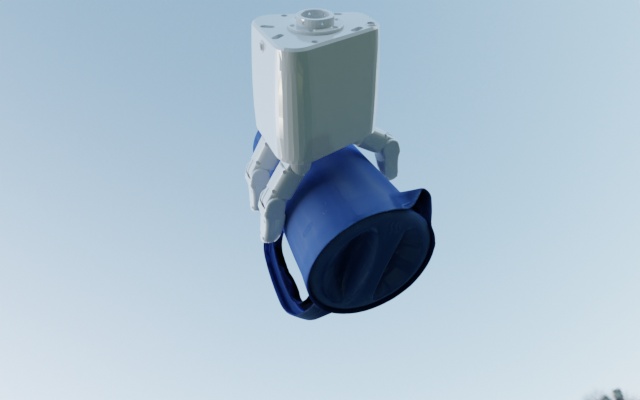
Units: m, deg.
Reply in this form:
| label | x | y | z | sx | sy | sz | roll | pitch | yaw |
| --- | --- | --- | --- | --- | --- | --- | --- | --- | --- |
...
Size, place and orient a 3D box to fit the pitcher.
| label | x | y | z | sx | sy | sz | roll | pitch | yaw |
| --- | --- | --- | --- | --- | --- | --- | --- | --- | --- |
| pitcher | 0.000 | 0.002 | 0.530 | 0.149 | 0.145 | 0.242 | -15 | 41 | -16 |
